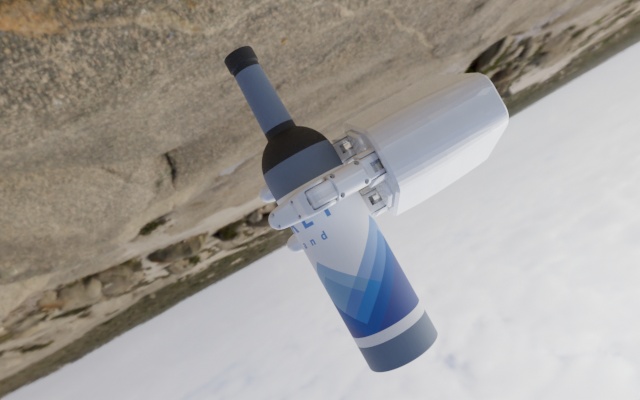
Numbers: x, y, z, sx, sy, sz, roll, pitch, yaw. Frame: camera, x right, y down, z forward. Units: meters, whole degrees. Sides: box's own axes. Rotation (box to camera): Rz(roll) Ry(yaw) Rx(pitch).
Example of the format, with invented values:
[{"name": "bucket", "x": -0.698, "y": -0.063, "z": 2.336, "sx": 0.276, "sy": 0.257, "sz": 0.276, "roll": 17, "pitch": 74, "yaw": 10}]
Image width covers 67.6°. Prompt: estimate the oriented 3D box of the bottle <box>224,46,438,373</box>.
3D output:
[{"name": "bottle", "x": 0.000, "y": 0.002, "z": 0.414, "sx": 0.069, "sy": 0.295, "sz": 0.069, "roll": -29, "pitch": 0, "yaw": 0}]
